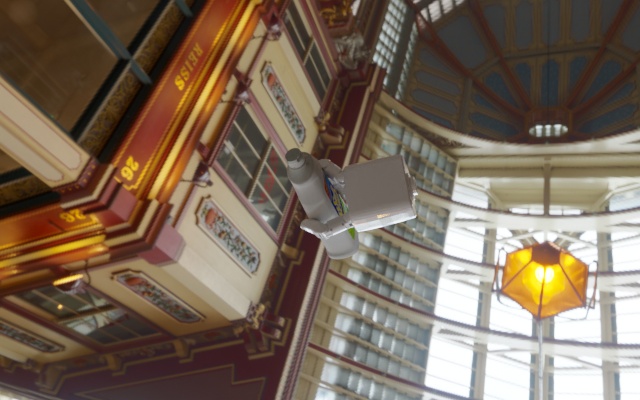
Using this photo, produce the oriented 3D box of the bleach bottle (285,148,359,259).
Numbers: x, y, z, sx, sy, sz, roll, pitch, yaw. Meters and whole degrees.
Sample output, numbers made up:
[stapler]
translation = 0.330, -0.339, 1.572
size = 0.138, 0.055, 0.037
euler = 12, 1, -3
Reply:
[bleach bottle]
translation = 0.000, 0.003, 0.867
size = 0.068, 0.102, 0.251
euler = -16, -40, 15
